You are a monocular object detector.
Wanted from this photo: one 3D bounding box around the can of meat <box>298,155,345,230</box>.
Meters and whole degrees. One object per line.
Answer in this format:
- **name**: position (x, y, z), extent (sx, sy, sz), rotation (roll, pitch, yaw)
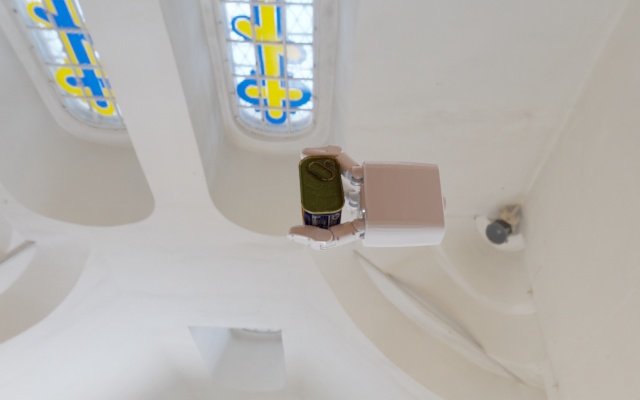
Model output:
- **can of meat**: position (0.000, 0.002, 0.666), extent (0.057, 0.102, 0.084), rotation (-3, -39, -4)
